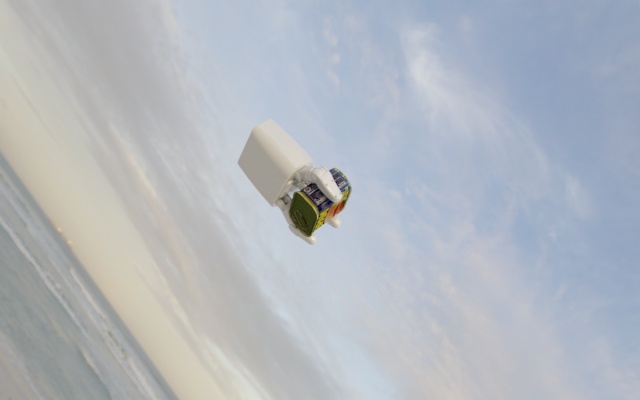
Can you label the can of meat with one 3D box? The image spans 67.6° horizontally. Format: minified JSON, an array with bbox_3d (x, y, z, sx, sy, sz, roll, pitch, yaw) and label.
[{"bbox_3d":[0.000,0.002,0.793,0.084,0.057,0.102,-36,-17,-26],"label":"can of meat"}]
